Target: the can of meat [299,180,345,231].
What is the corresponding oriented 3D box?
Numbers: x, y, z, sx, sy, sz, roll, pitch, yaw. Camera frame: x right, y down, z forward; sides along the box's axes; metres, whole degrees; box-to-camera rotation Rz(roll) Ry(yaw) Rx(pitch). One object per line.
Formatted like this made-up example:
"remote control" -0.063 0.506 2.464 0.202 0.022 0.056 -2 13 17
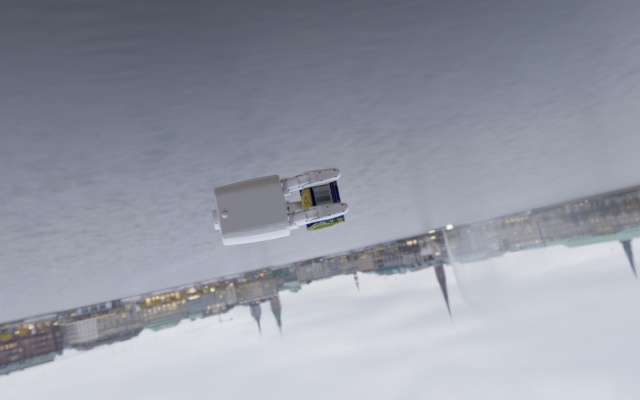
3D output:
"can of meat" 0.000 0.003 0.793 0.057 0.084 0.102 -10 -7 -13
